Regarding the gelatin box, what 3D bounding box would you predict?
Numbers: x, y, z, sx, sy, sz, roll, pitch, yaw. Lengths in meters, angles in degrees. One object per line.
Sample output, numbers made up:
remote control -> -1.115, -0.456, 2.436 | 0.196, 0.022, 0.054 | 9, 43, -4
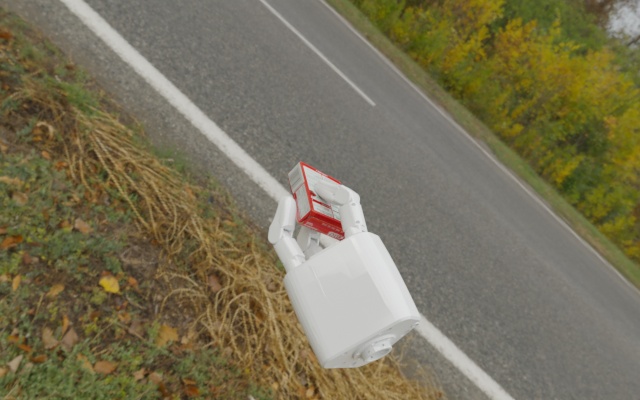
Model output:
gelatin box -> 0.000, 0.001, 0.600 | 0.073, 0.089, 0.030 | 25, -55, -36
